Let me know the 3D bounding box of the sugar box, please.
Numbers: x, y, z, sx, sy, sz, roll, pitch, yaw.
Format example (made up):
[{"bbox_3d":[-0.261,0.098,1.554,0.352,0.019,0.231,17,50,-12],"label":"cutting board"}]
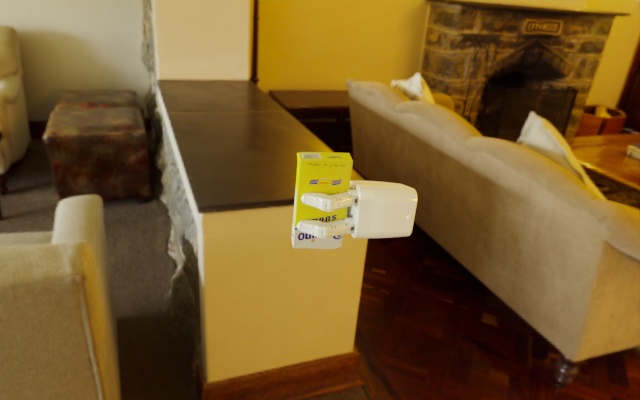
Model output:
[{"bbox_3d":[0.000,0.003,0.846,0.093,0.176,0.048,1,25,-8],"label":"sugar box"}]
